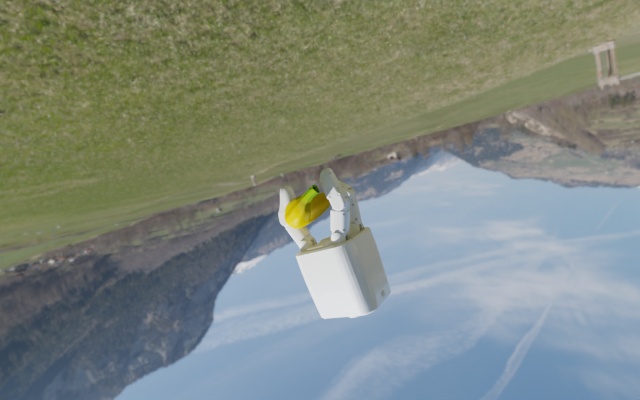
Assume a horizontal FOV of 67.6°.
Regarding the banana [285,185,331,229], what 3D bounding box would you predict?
[{"bbox_3d":[-0.016,0.012,0.690,0.069,0.037,0.198,-31,-3,5],"label":"banana"}]
